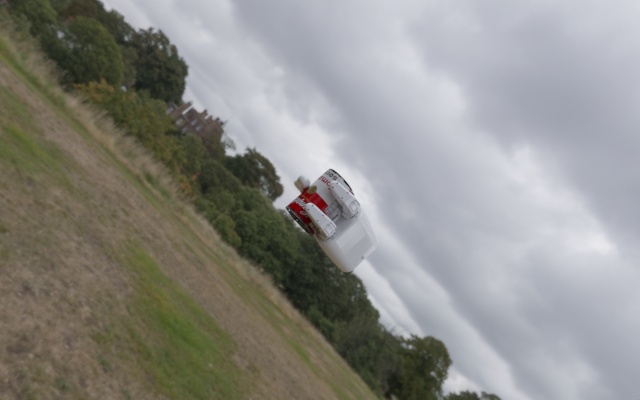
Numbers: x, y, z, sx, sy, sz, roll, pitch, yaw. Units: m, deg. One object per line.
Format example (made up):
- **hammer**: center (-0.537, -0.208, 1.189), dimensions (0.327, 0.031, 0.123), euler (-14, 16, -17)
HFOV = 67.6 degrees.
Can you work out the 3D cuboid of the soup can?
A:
- **soup can**: center (0.000, 0.002, 0.815), dimensions (0.102, 0.068, 0.068), euler (-42, 8, -9)
